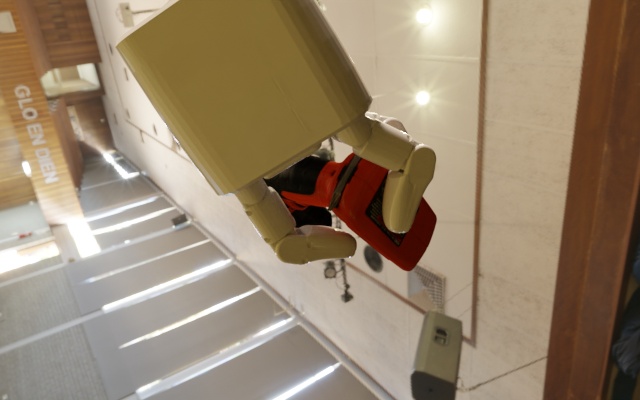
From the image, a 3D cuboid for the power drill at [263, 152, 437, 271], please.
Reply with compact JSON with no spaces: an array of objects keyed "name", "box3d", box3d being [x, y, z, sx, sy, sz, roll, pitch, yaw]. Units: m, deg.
[{"name":"power drill","box3d":[0.000,0.001,0.410,0.187,0.057,0.184,14,-19,44]}]
